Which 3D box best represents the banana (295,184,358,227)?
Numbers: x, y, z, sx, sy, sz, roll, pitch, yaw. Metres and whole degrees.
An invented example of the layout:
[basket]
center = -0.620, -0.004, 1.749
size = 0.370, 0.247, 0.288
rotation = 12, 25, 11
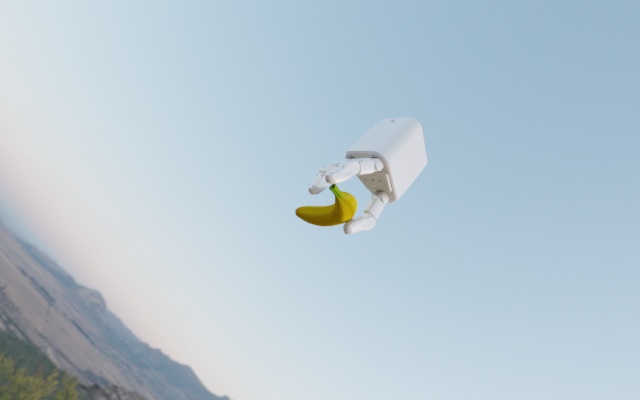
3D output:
[banana]
center = 0.015, 0.015, 0.802
size = 0.069, 0.037, 0.198
rotation = 44, -24, -6
